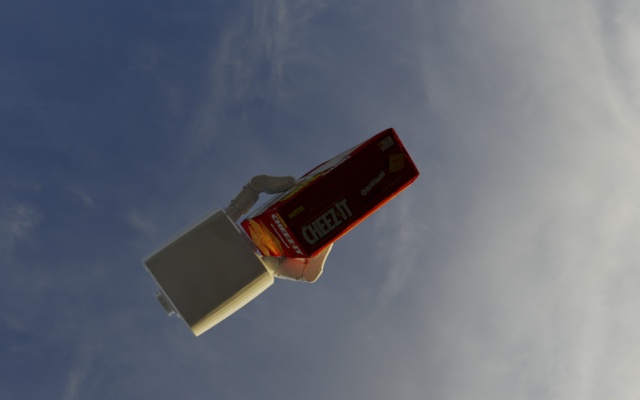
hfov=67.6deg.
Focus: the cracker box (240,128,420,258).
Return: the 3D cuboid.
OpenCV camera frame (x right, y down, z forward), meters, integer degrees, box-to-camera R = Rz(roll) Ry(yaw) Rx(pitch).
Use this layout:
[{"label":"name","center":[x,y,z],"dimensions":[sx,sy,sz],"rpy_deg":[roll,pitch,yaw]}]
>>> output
[{"label":"cracker box","center":[0.000,0.002,0.597],"dimensions":[0.164,0.072,0.214],"rpy_deg":[-36,7,-19]}]
